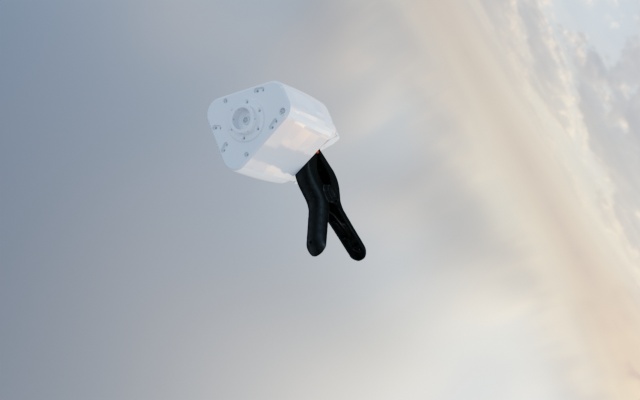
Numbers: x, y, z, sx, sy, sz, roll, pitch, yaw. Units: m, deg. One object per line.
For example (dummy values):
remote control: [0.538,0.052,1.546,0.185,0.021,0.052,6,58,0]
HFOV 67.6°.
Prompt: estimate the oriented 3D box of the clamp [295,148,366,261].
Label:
clamp: [0.001,0.002,0.620,0.039,0.171,0.120,-28,-15,21]
